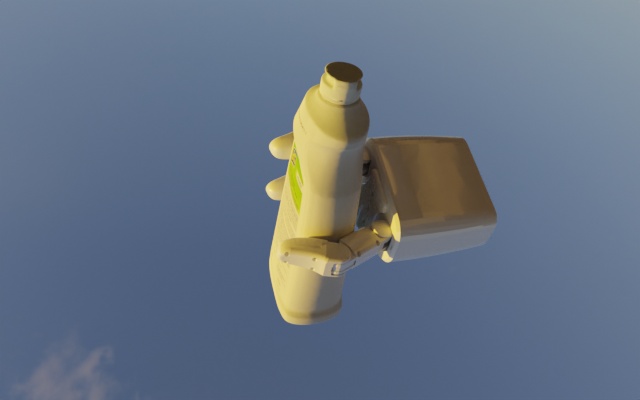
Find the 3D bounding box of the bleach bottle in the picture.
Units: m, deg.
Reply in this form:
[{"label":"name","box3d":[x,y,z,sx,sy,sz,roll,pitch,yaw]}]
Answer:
[{"label":"bleach bottle","box3d":[0.000,0.001,0.425,0.068,0.102,0.251,-6,-43,-18]}]
